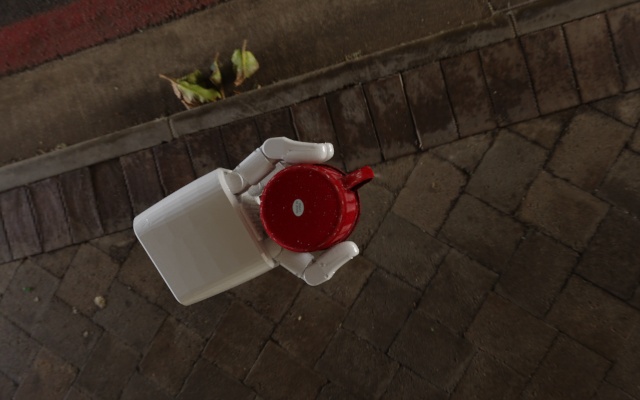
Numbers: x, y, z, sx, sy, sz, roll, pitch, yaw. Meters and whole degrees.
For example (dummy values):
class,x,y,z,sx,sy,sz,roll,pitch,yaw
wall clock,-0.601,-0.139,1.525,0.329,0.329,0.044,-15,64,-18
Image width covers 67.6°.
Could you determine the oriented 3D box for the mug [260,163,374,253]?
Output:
class,x,y,z,sx,sy,sz,roll,pitch,yaw
mug,0.001,0.001,0.465,0.117,0.093,0.081,-28,-4,9
